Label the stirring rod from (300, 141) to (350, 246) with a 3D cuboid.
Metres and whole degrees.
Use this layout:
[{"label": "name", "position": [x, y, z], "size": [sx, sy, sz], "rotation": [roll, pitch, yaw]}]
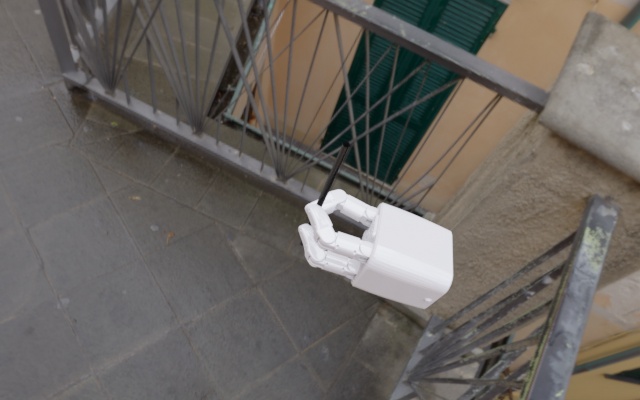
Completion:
[{"label": "stirring rod", "position": [0.000, 0.002, 0.599], "size": [0.011, 0.011, 0.240], "rotation": [0, -30, -15]}]
